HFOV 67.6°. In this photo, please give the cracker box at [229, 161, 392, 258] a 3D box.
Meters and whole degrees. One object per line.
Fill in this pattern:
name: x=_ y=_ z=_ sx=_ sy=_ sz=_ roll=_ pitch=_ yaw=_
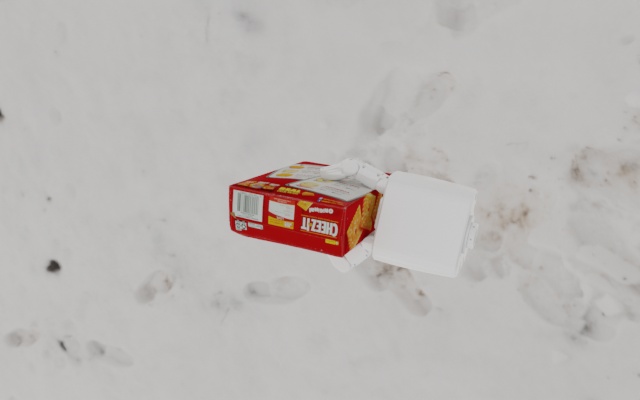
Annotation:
cracker box: x=0.000 y=0.002 z=0.668 sx=0.164 sy=0.072 sz=0.213 roll=10 pitch=17 yaw=23
